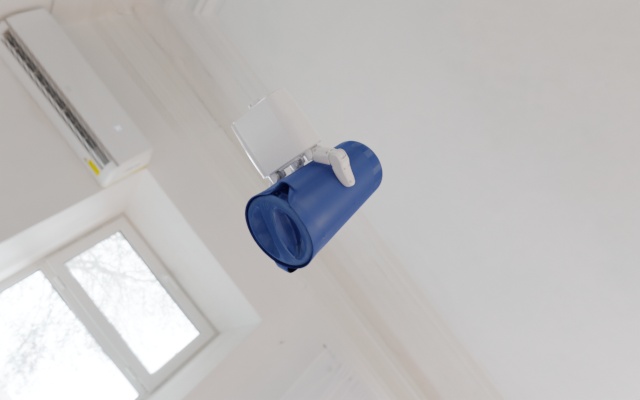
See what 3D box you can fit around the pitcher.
[{"bbox_3d":[0.000,0.002,0.802,0.149,0.145,0.242,-27,9,48],"label":"pitcher"}]
